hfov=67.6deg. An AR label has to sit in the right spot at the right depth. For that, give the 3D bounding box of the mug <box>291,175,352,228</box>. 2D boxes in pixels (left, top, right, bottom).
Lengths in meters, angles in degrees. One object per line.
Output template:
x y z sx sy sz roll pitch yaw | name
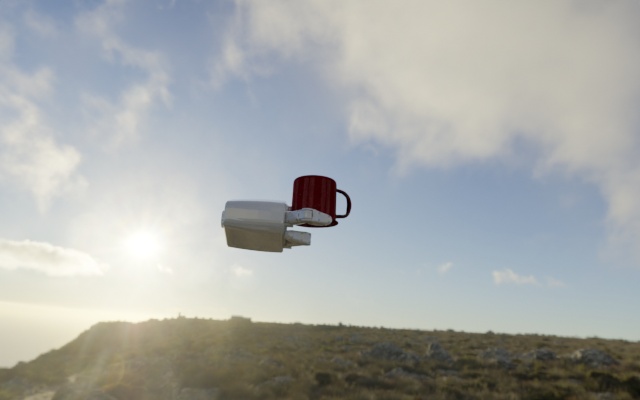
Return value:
0.002 0.003 0.884 0.117 0.081 0.093 4 -15 -6 | mug
